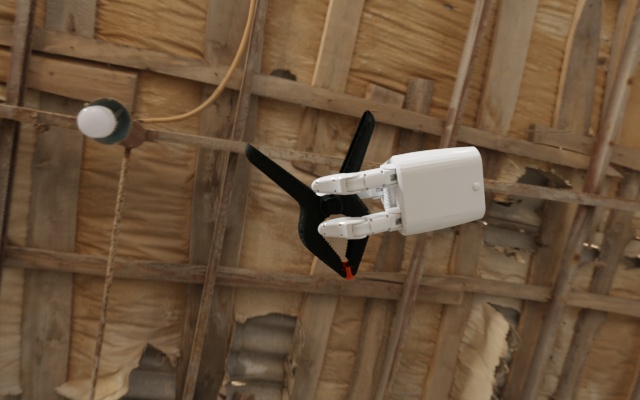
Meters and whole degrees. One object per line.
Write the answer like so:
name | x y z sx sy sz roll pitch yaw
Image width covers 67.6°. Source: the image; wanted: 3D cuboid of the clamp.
clamp | 0.000 0.002 0.606 0.164 0.210 0.036 -9 12 -4
